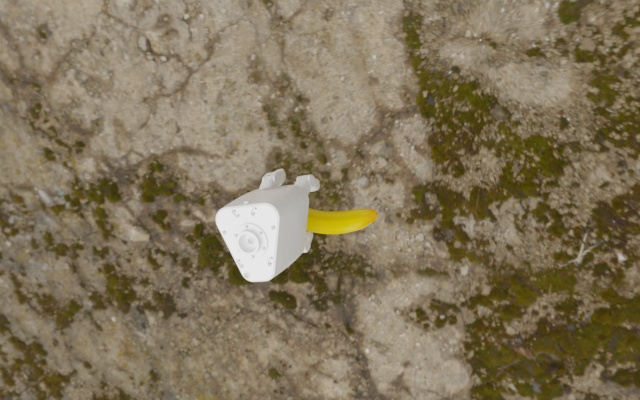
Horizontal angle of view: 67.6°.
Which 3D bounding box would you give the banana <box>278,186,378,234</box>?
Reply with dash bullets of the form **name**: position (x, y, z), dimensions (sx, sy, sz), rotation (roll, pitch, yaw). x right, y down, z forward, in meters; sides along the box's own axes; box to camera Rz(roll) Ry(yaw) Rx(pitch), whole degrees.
- **banana**: position (-0.008, 0.019, 0.777), dimensions (0.198, 0.069, 0.037), rotation (19, 13, 14)
